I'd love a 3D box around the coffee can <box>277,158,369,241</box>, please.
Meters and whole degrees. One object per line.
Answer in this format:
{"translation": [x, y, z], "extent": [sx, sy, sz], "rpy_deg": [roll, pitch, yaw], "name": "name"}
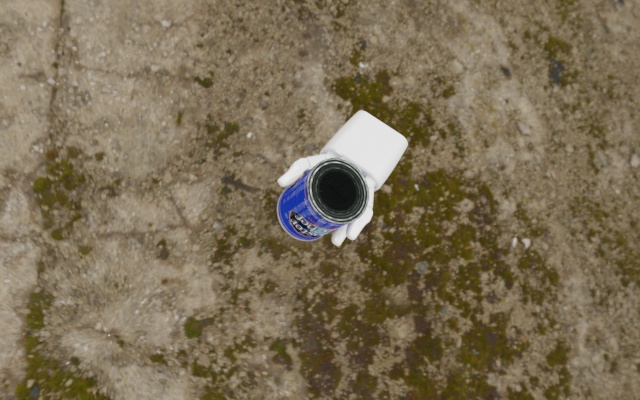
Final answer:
{"translation": [0.000, 0.003, 0.765], "extent": [0.103, 0.102, 0.140], "rpy_deg": [0, -14, -24], "name": "coffee can"}
